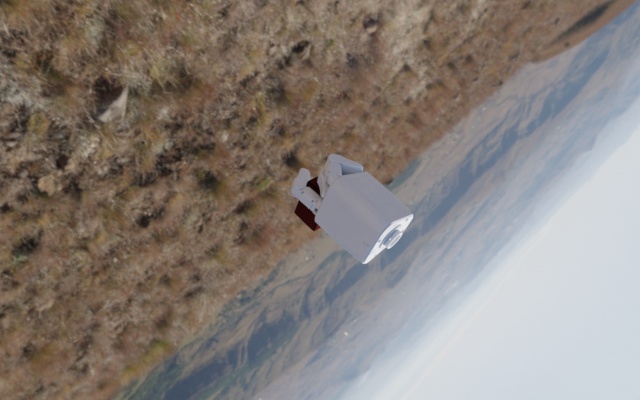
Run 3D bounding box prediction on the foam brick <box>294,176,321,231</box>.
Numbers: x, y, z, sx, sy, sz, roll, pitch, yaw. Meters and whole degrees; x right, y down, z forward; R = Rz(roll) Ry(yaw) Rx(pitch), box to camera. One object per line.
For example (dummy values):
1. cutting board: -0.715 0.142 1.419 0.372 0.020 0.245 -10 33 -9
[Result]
1. foam brick: 0.000 0.003 0.798 0.051 0.078 0.053 43 44 20
